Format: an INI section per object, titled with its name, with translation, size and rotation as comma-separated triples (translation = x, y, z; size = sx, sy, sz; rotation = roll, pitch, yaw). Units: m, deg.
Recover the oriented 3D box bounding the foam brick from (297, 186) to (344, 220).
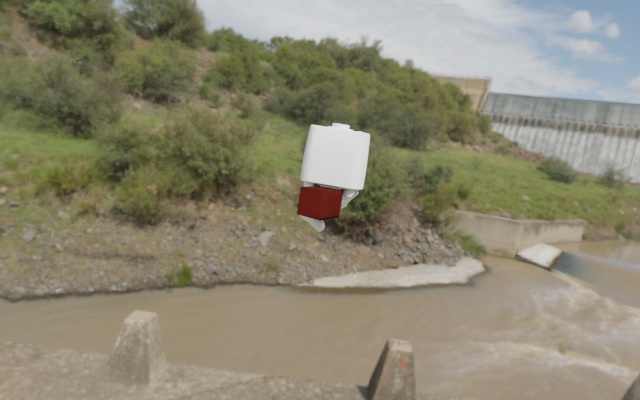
[foam brick]
translation = 0.000, 0.003, 0.855
size = 0.053, 0.051, 0.078
rotation = 12, 8, 23
